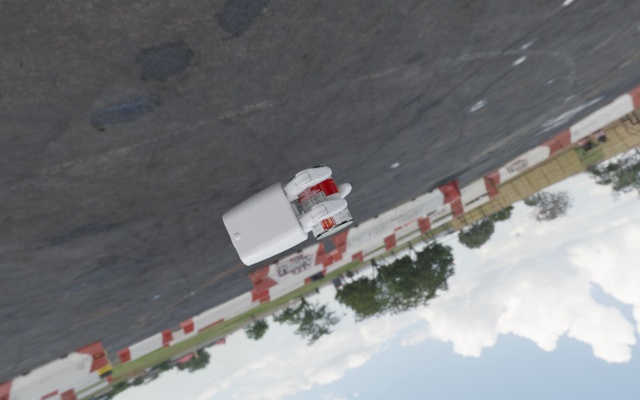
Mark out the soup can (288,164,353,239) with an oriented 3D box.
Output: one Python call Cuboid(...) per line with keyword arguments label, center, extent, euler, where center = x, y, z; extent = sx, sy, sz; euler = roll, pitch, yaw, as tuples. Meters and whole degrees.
Cuboid(label="soup can", center=(0.001, 0.003, 0.761), extent=(0.068, 0.102, 0.068), euler=(-26, -9, -4))
